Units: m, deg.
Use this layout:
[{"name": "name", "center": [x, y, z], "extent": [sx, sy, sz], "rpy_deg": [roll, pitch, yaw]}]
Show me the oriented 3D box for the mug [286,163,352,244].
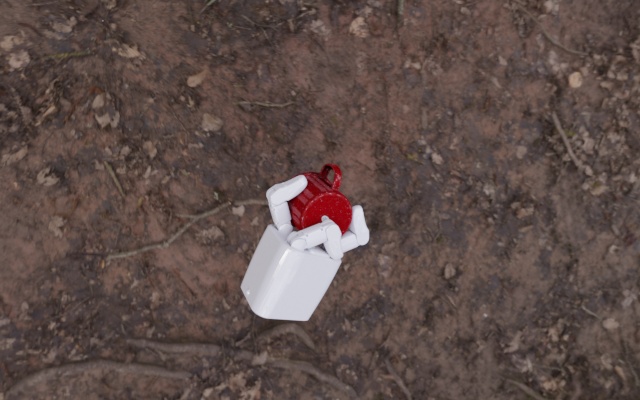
[{"name": "mug", "center": [0.001, 0.001, 0.699], "extent": [0.093, 0.117, 0.081], "rpy_deg": [21, 10, -29]}]
